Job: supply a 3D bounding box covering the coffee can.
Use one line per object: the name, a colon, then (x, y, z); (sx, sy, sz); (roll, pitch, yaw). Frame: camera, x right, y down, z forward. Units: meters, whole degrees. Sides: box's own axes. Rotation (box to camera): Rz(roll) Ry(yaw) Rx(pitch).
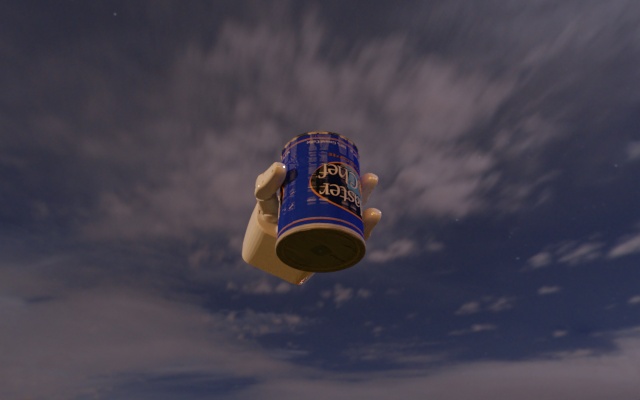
coffee can: (0.000, 0.002, 0.579); (0.103, 0.140, 0.103); (0, -35, 0)
